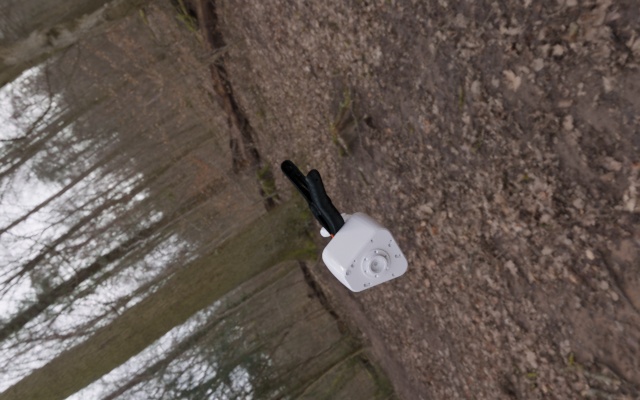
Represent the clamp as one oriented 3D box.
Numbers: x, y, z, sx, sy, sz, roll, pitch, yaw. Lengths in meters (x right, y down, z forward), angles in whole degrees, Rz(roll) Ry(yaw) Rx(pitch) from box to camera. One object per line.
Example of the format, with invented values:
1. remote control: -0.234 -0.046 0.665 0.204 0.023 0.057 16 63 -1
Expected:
1. clamp: 0.000 0.003 0.825 0.039 0.171 0.120 -40 19 -8
